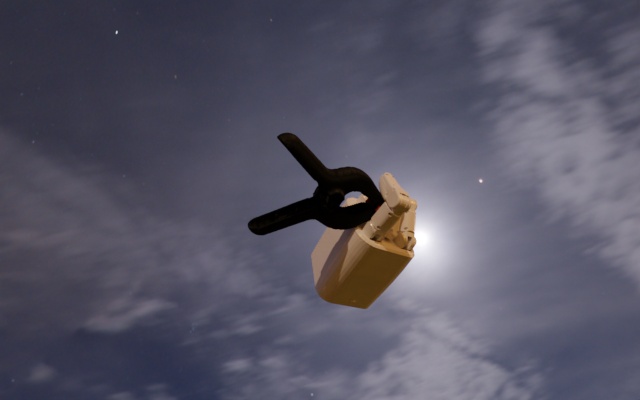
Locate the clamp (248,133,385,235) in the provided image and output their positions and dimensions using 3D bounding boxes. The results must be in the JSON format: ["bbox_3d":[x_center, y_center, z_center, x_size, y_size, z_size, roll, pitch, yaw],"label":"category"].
[{"bbox_3d":[0.000,0.001,0.556,0.171,0.120,0.039,20,22,-31],"label":"clamp"}]
